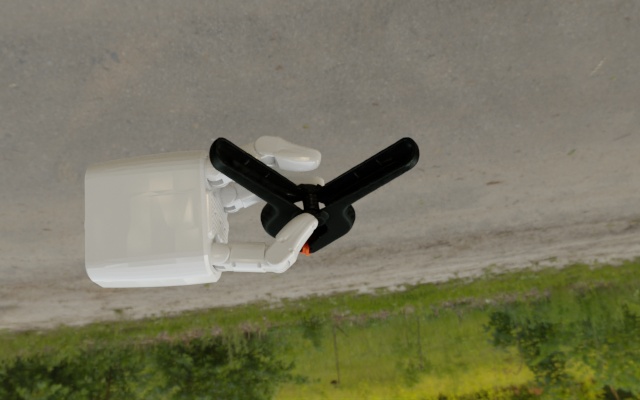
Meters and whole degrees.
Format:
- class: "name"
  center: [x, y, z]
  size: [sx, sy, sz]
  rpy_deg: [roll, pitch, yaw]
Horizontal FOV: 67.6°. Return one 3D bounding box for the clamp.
- class: "clamp"
  center: [0.000, 0.002, 0.450]
  size: [0.164, 0.036, 0.210]
  rpy_deg: [-3, -27, 1]
